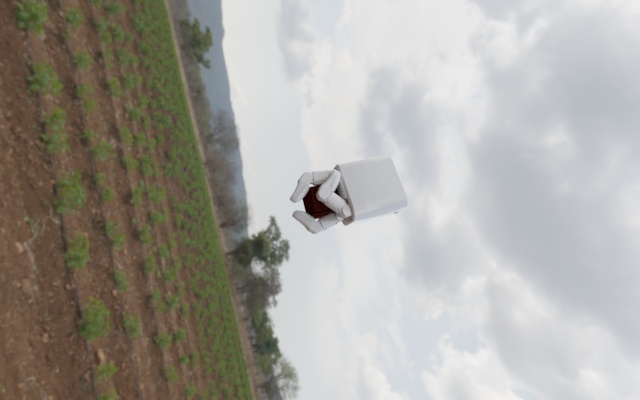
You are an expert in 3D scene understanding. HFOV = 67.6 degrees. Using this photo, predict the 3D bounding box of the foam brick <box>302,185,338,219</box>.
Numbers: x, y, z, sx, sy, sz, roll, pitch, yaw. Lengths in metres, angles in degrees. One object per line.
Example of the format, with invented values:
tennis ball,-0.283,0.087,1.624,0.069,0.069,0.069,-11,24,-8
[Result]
foam brick,0.000,0.003,0.889,0.051,0.053,0.078,-12,-8,-13
